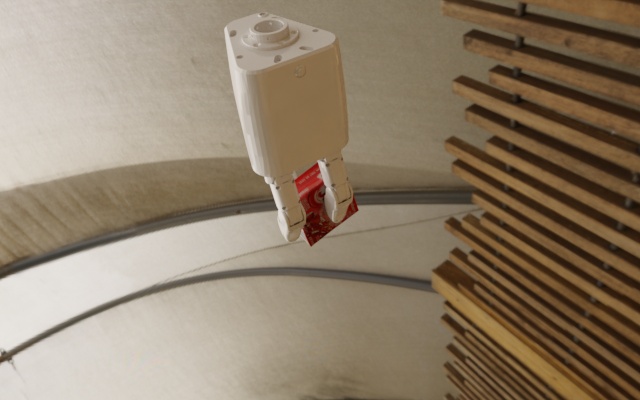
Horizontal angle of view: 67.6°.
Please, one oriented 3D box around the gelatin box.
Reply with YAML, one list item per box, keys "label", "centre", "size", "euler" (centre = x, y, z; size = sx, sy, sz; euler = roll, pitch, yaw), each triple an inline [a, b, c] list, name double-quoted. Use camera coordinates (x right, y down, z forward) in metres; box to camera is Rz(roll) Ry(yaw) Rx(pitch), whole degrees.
- label: "gelatin box"
  centre: [0.000, 0.002, 0.533]
  size: [0.030, 0.073, 0.089]
  euler: [46, -13, 35]
